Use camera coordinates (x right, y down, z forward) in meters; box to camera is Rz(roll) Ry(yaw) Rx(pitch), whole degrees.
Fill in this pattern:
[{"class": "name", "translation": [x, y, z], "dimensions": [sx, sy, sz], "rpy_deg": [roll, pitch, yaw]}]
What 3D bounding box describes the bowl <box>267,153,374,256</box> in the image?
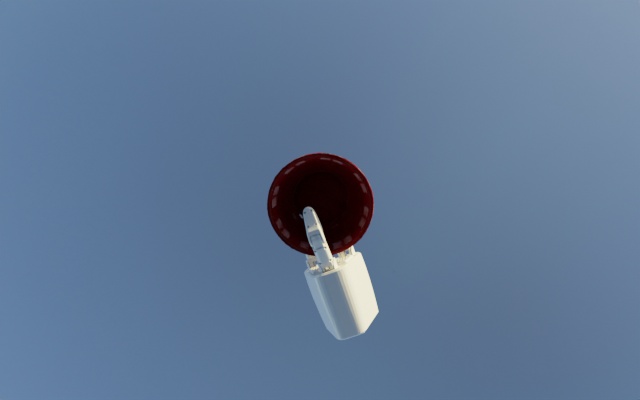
[{"class": "bowl", "translation": [0.000, 0.001, 0.744], "dimensions": [0.162, 0.162, 0.055], "rpy_deg": [0, 14, 1]}]
